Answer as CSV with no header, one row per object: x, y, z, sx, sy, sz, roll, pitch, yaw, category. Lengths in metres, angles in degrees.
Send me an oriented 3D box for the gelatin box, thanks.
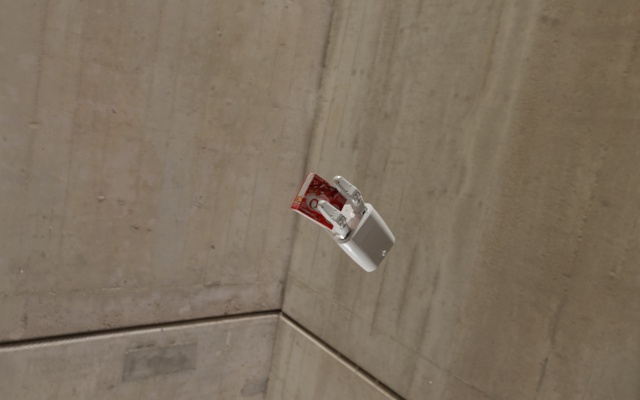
0.000,0.003,0.868,0.089,0.073,0.030,32,-10,-31,gelatin box
